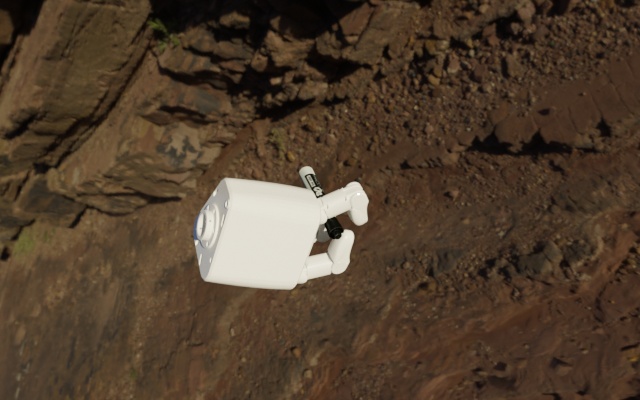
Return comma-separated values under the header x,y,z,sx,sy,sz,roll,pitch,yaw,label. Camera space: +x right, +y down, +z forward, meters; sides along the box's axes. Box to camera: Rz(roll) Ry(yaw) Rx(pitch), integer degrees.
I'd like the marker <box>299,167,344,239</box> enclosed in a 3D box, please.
x,y,z,sx,sy,sz,roll,pitch,yaw,label
0.000,0.002,0.573,0.020,0.020,0.121,0,40,-25,marker
